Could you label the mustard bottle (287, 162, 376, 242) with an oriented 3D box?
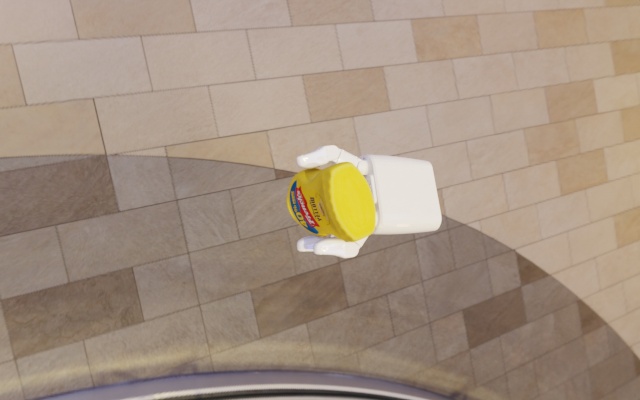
[{"bbox_3d":[0.000,0.002,0.653,0.058,0.096,0.191,-24,10,-23],"label":"mustard bottle"}]
